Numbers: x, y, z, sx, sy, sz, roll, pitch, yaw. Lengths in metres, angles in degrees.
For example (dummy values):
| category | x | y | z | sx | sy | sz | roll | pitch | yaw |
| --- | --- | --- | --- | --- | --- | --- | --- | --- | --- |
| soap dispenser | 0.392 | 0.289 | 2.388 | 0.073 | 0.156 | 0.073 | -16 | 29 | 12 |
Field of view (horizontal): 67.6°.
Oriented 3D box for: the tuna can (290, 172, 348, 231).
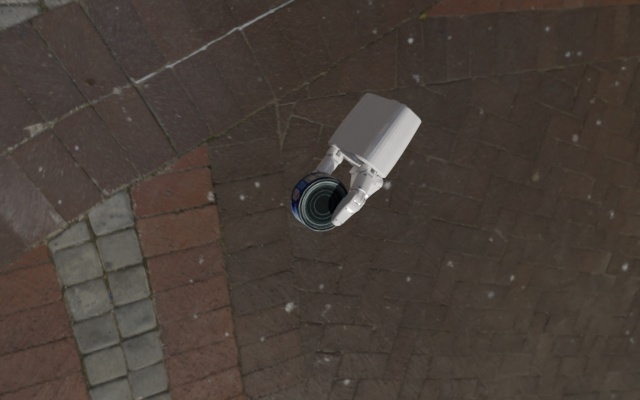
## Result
| category | x | y | z | sx | sy | sz | roll | pitch | yaw |
| --- | --- | --- | --- | --- | --- | --- | --- | --- | --- |
| tuna can | 0.000 | 0.003 | 0.720 | 0.086 | 0.086 | 0.033 | 0 | 17 | -24 |
